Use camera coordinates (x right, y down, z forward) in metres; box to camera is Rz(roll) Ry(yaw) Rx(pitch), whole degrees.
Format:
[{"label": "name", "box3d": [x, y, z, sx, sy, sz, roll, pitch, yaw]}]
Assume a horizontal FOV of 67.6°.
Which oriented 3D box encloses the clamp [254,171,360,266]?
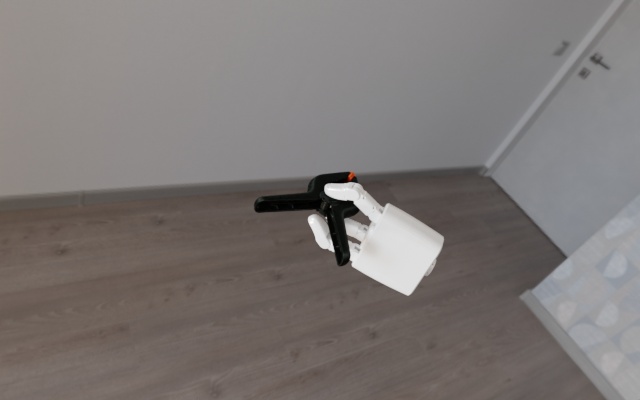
[{"label": "clamp", "box3d": [0.001, 0.002, 0.768, 0.164, 0.036, 0.210, 29, 37, 4]}]
